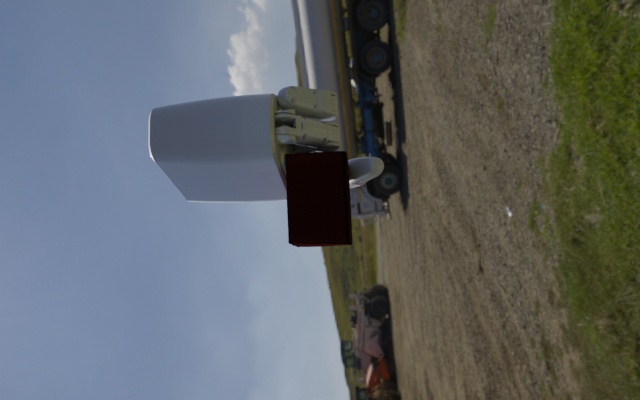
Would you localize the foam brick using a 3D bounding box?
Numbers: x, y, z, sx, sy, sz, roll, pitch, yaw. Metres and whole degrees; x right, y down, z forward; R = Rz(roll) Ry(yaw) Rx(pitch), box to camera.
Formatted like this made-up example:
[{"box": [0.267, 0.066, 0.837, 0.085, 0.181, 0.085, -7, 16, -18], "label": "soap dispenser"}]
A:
[{"box": [0.000, 0.002, 0.415, 0.051, 0.078, 0.053, -3, -9, 5], "label": "foam brick"}]
